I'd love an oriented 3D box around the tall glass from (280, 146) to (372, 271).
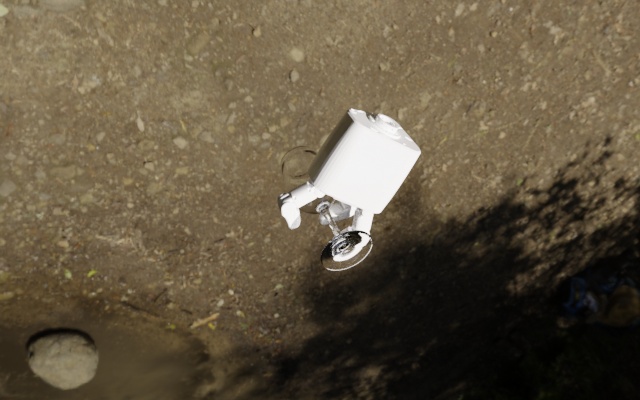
[{"bbox_3d":[0.000,0.003,0.694,0.079,0.079,0.201,0,40,-28],"label":"tall glass"}]
